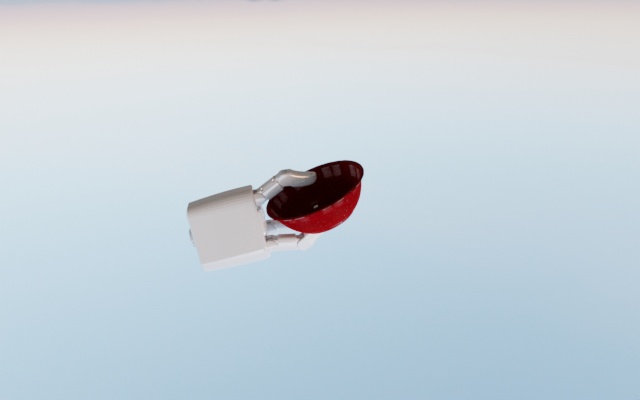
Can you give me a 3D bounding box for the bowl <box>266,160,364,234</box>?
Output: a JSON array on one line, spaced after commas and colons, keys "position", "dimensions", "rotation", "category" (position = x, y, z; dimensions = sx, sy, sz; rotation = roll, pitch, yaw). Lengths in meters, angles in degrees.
[{"position": [0.002, 0.002, 0.732], "dimensions": [0.162, 0.055, 0.162], "rotation": [-21, 25, 11], "category": "bowl"}]
